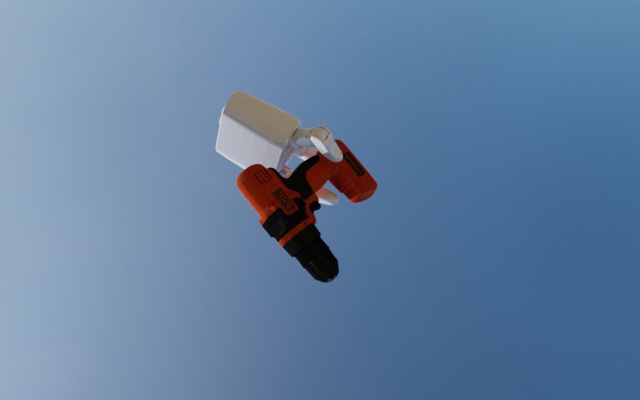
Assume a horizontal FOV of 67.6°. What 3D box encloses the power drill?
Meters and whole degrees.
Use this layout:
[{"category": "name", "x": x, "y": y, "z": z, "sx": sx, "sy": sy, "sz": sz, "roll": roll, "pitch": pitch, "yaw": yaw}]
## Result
[{"category": "power drill", "x": 0.000, "y": 0.002, "z": 0.668, "sx": 0.187, "sy": 0.184, "sz": 0.057, "roll": -35, "pitch": -5, "yaw": -44}]
